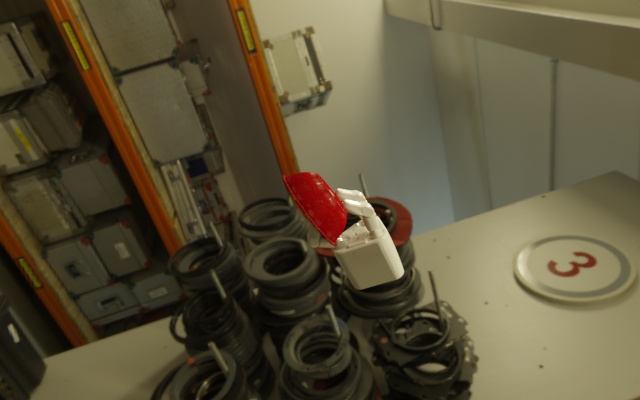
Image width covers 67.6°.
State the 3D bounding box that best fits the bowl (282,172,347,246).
[{"bbox_3d":[0.000,0.002,0.866,0.055,0.162,0.162,-38,-4,5],"label":"bowl"}]
